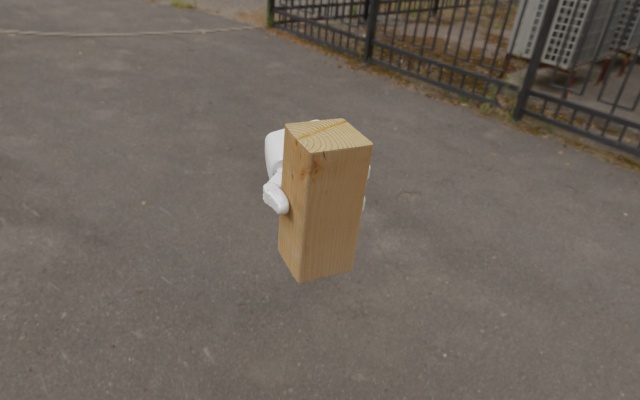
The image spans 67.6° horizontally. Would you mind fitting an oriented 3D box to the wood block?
[{"bbox_3d":[0.000,0.002,0.664,0.091,0.206,0.090,-10,35,-23],"label":"wood block"}]
